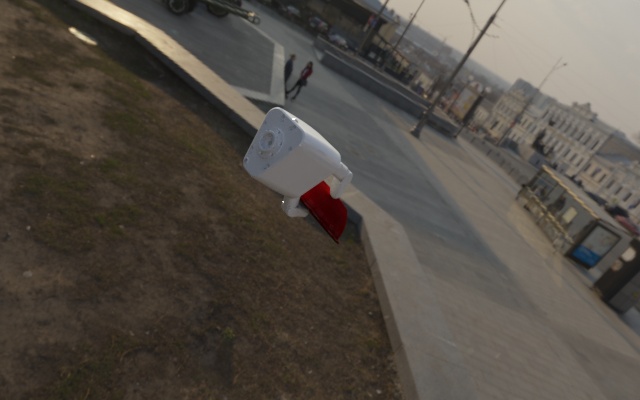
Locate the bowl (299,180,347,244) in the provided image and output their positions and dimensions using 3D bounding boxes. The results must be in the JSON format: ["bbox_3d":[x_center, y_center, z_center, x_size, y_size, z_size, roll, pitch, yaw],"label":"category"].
[{"bbox_3d":[0.001,0.003,0.885,0.055,0.162,0.162,-40,3,-4],"label":"bowl"}]
